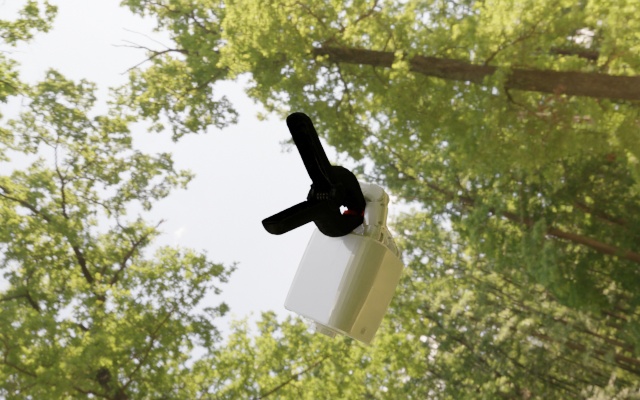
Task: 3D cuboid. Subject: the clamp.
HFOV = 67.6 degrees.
[{"bbox_3d":[0.000,0.002,0.500,0.039,0.120,0.171,10,-20,38],"label":"clamp"}]
